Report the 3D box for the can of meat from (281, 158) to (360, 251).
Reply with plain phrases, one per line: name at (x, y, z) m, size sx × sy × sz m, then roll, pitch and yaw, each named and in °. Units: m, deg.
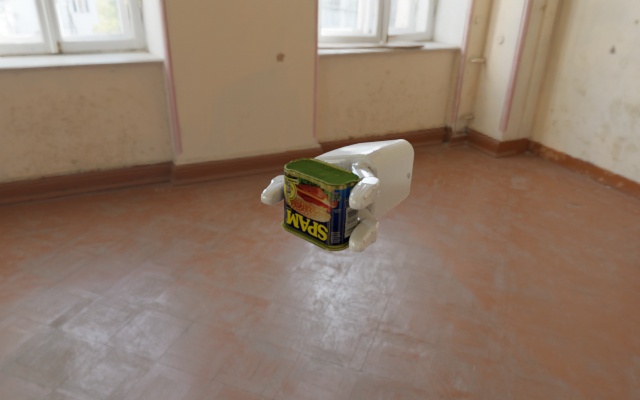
can of meat at (0.000, 0.002, 0.580) m, size 0.102 × 0.084 × 0.057 m, roll 22°, pitch 32°, yaw 38°
